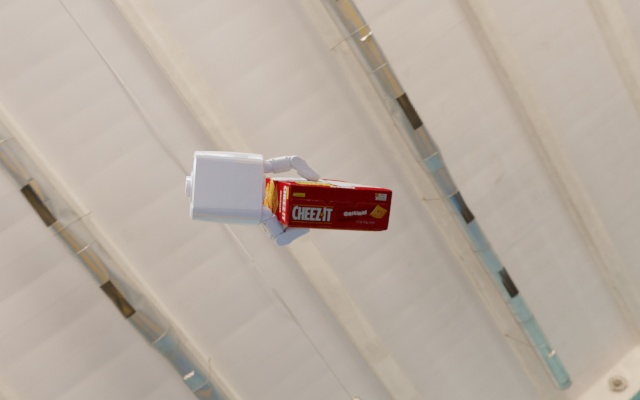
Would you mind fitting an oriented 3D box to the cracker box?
[{"bbox_3d":[0.000,0.002,0.804,0.164,0.072,0.213,3,5,-17],"label":"cracker box"}]
